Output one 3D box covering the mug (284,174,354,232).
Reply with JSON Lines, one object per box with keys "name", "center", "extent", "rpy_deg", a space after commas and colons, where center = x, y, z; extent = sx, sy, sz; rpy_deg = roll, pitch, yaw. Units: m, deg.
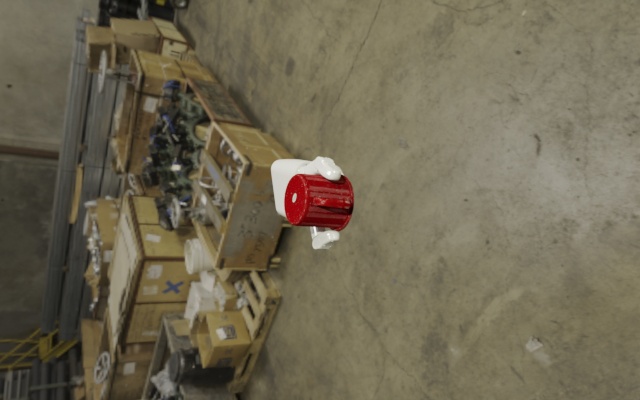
{"name": "mug", "center": [0.001, 0.003, 0.741], "extent": [0.081, 0.093, 0.117], "rpy_deg": [5, 4, -30]}
